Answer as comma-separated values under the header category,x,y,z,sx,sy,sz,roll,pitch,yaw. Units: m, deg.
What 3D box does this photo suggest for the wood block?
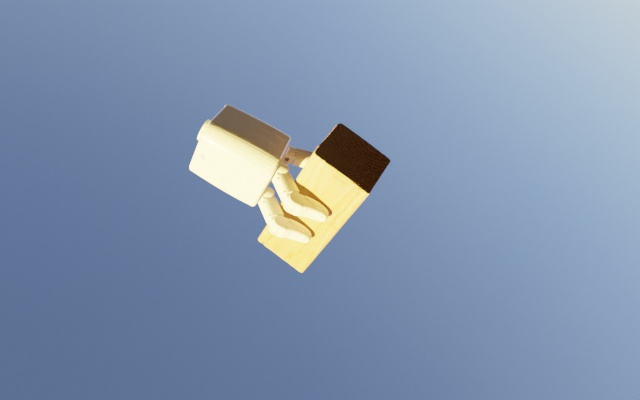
category,x,y,z,sx,sy,sz,roll,pitch,yaw
wood block,0.000,0.002,0.693,0.206,0.090,0.090,-53,0,44
